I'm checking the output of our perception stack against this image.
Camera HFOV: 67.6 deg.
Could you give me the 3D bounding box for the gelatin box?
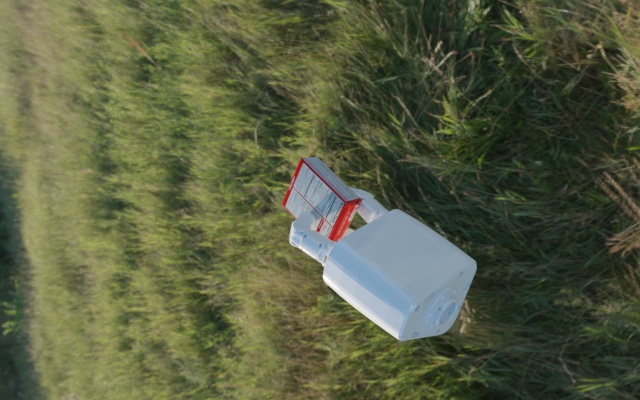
[{"bbox_3d":[0.000,0.002,0.569,0.030,0.073,0.089,-15,50,-44],"label":"gelatin box"}]
